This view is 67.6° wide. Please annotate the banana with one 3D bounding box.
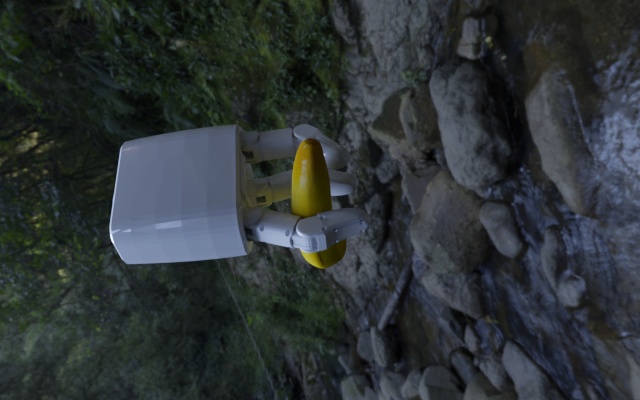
[{"bbox_3d":[-0.001,0.020,0.440,0.037,0.069,0.198,2,-23,10],"label":"banana"}]
